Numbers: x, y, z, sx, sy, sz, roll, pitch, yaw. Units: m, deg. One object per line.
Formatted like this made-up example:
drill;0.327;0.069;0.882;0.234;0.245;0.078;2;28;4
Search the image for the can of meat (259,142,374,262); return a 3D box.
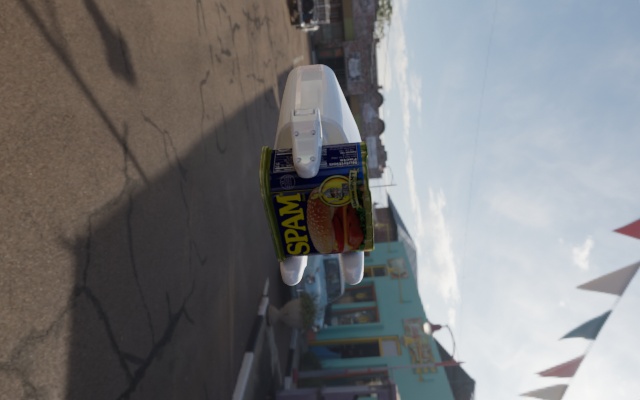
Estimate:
can of meat;0.000;0.001;0.401;0.084;0.102;0.057;-5;41;3
